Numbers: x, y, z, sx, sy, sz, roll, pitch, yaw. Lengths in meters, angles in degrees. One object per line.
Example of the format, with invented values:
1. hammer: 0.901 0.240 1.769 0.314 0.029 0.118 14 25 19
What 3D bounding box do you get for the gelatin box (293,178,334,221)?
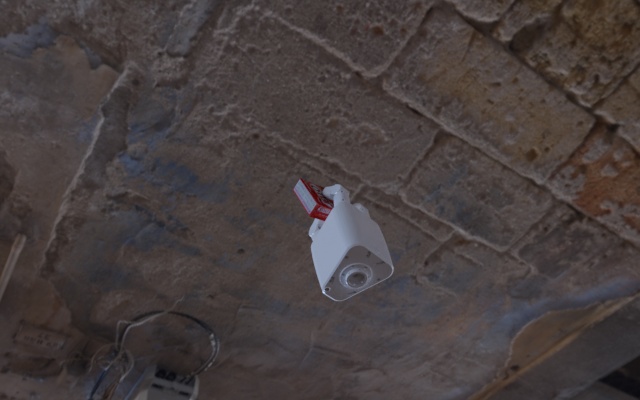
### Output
1. gelatin box: 0.000 0.003 0.850 0.073 0.030 0.089 20 22 -36
